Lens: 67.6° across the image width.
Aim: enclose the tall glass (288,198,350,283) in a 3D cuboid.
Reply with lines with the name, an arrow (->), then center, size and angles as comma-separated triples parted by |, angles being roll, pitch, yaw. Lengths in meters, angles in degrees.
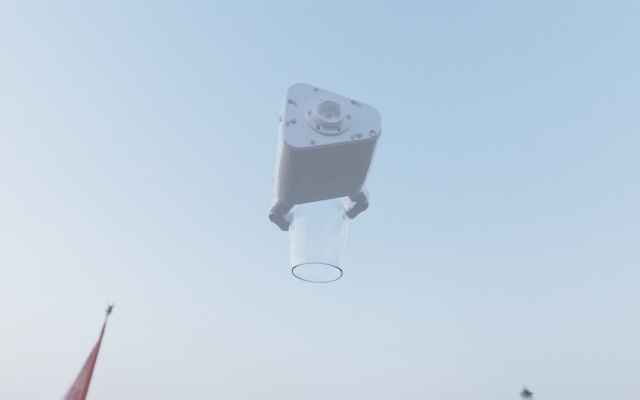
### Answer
tall glass -> 0.000, 0.002, 0.622 | 0.079, 0.201, 0.079 | 2, -31, 1
